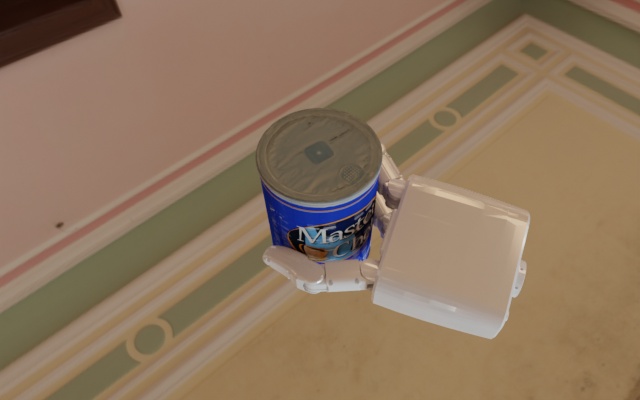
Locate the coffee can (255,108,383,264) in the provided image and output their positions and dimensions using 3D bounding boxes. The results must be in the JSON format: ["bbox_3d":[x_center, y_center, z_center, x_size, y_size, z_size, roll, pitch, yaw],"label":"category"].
[{"bbox_3d":[0.000,0.001,0.440,0.103,0.102,0.140,0,-36,1],"label":"coffee can"}]
